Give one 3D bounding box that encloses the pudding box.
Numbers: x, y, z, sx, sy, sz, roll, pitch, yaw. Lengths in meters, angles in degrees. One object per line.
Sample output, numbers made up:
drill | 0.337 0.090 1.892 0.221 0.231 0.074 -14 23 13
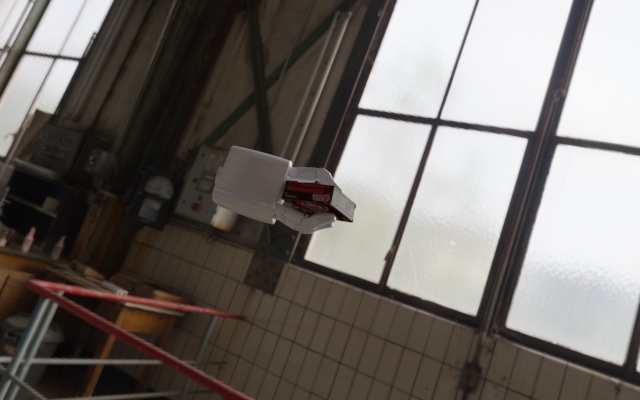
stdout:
pudding box | 0.000 0.002 0.809 0.090 0.039 0.113 9 -11 26
